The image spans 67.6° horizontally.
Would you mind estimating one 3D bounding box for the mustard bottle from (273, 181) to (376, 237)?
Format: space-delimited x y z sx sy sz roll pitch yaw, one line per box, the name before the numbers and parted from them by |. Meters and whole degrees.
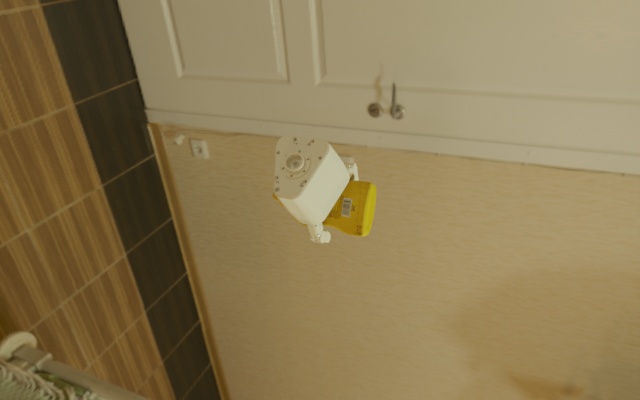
mustard bottle | 0.000 0.003 0.862 0.191 0.096 0.058 9 5 23
